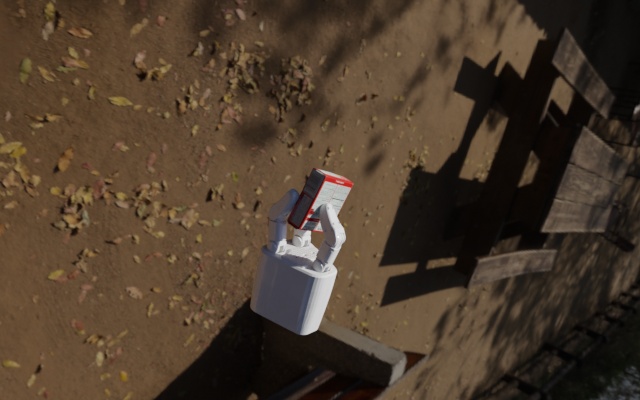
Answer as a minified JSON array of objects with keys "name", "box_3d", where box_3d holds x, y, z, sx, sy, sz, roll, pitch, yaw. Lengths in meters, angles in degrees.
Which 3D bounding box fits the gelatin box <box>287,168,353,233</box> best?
[{"name":"gelatin box","box_3d":[0.001,0.002,0.693,0.030,0.089,0.073,35,13,34]}]
